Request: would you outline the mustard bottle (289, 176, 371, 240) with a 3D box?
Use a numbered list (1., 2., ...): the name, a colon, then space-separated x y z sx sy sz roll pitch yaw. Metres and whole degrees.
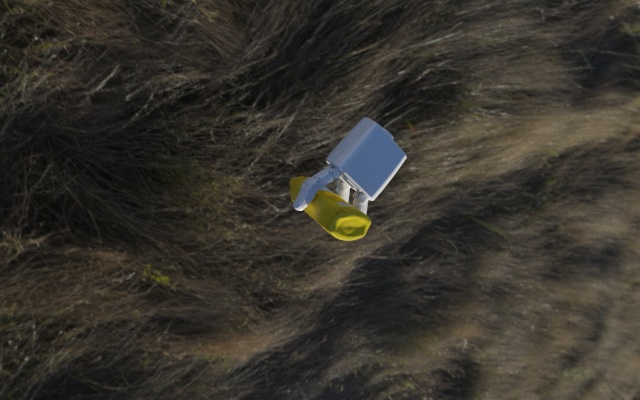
1. mustard bottle: 0.000 0.003 0.886 0.096 0.058 0.191 8 22 -43
